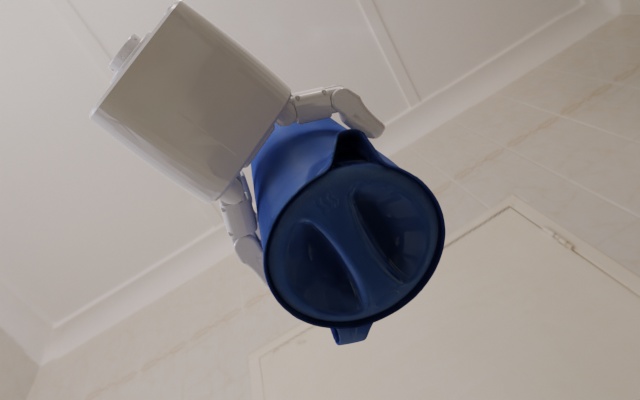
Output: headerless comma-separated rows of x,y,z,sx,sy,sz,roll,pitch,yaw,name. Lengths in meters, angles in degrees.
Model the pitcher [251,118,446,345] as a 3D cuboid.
0.000,0.001,0.440,0.145,0.149,0.242,36,10,-25,pitcher
